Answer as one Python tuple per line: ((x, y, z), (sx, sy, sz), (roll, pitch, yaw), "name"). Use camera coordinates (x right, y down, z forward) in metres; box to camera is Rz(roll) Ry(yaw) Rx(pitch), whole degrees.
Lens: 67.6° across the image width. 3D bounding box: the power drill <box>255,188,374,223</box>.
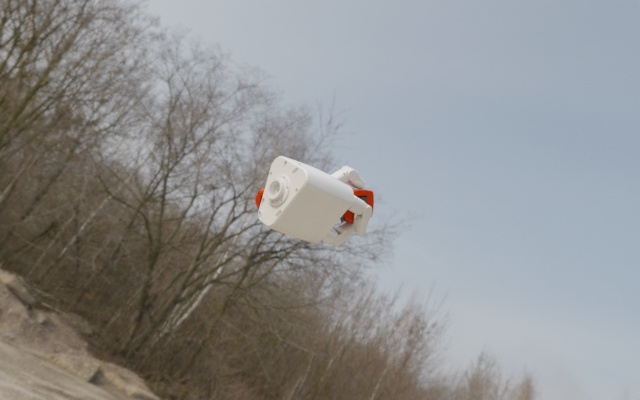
((0.000, 0.003, 0.890), (0.187, 0.057, 0.184), (3, 6, 29), "power drill")
